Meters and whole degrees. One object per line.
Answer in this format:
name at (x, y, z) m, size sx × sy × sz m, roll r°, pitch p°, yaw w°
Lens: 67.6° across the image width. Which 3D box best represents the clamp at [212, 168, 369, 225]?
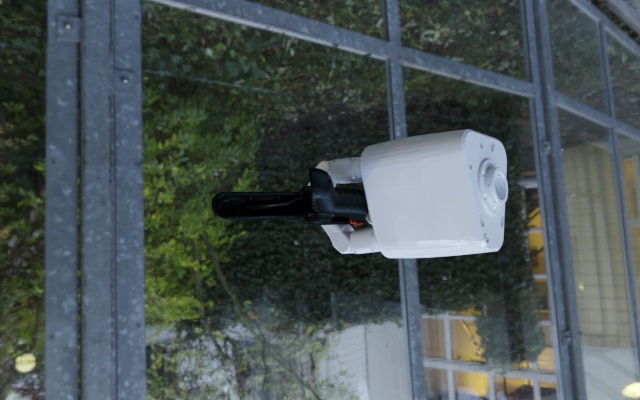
clamp at (0.000, 0.002, 0.447) m, size 0.120 × 0.039 × 0.171 m, roll -7°, pitch -8°, yaw 42°
